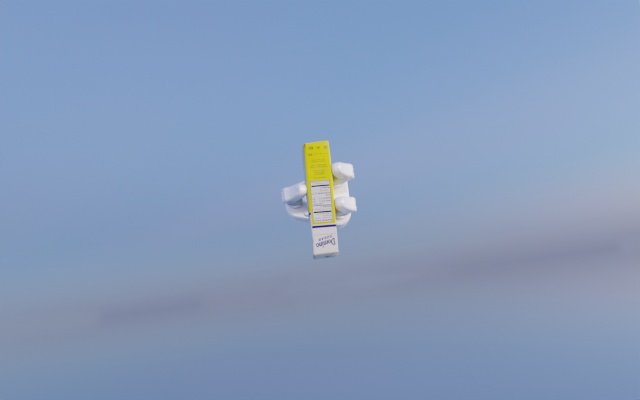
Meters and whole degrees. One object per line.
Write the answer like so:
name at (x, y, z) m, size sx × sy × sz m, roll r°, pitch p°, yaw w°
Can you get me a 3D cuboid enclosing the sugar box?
sugar box at (0.001, 0.002, 0.764) m, size 0.048 × 0.176 × 0.093 m, roll -7°, pitch -10°, yaw -2°
